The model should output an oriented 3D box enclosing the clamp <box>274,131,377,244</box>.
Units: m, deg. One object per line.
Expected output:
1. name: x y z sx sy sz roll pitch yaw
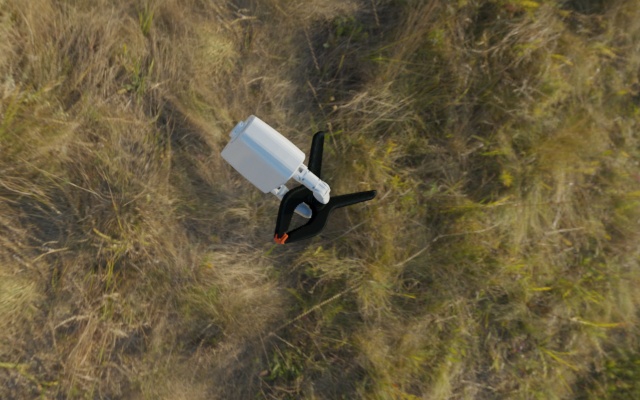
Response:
1. clamp: 0.000 0.003 0.861 0.164 0.210 0.036 39 -15 -16
